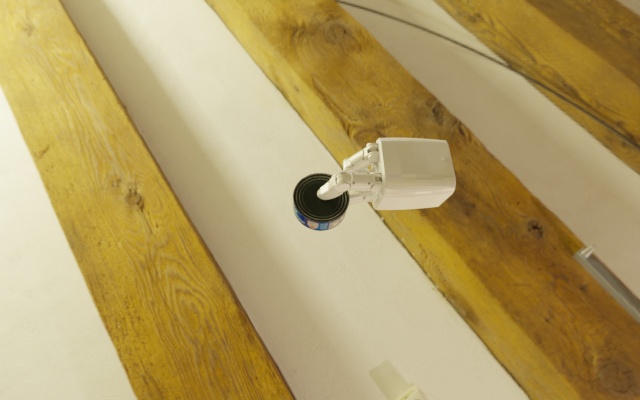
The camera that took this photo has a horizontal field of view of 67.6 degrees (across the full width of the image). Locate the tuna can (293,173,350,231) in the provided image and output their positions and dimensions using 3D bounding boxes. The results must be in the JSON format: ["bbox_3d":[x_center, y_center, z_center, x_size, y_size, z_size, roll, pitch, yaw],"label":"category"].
[{"bbox_3d":[0.000,0.003,0.730,0.086,0.086,0.034,0,-29,-5],"label":"tuna can"}]
